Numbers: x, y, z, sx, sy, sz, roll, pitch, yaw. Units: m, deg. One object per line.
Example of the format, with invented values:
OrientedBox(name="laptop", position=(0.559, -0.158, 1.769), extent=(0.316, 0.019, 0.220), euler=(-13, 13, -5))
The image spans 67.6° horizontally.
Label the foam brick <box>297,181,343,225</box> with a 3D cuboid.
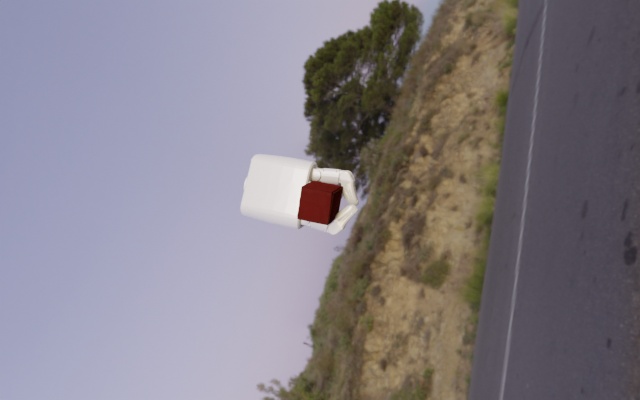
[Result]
OrientedBox(name="foam brick", position=(0.000, 0.002, 0.752), extent=(0.051, 0.053, 0.078), euler=(12, 11, 12))
